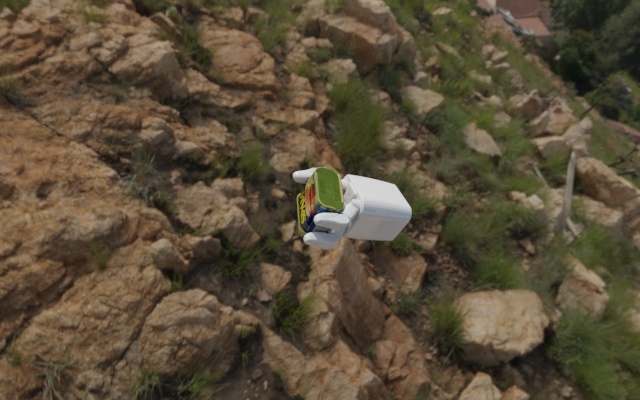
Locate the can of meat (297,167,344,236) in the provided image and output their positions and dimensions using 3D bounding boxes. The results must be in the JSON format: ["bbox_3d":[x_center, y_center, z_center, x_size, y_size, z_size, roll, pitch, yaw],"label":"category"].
[{"bbox_3d":[0.000,0.002,0.850,0.057,0.102,0.084,12,-43,-20],"label":"can of meat"}]
